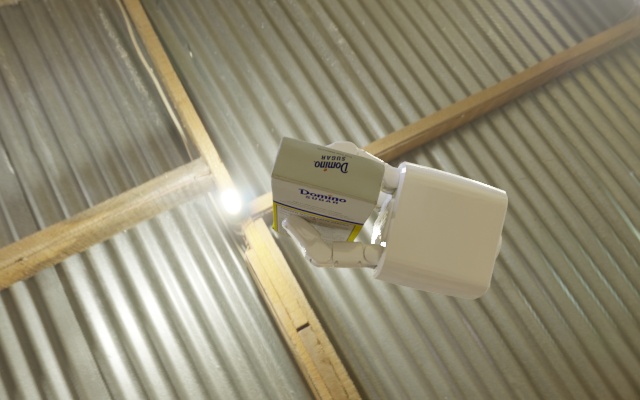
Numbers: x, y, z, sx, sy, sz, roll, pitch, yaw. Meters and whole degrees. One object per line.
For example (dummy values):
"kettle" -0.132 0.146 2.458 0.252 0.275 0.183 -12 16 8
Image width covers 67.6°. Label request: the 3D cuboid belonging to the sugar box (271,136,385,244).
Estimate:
"sugar box" 0.000 0.001 0.475 0.093 0.048 0.176 15 -21 -1
